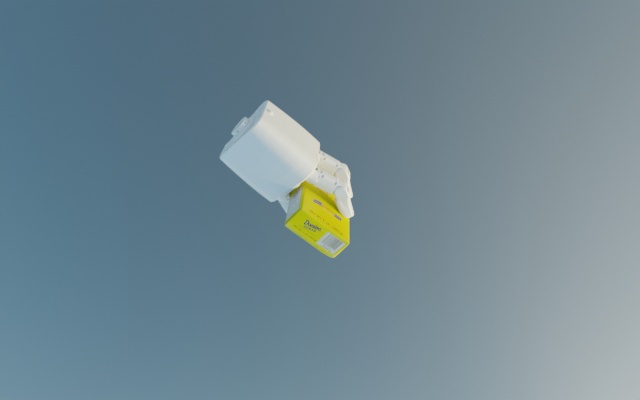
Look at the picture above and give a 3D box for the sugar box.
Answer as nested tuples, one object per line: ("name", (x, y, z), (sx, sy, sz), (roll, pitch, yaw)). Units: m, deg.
("sugar box", (0.000, 0.002, 0.749), (0.093, 0.048, 0.176), (37, 29, -19))
